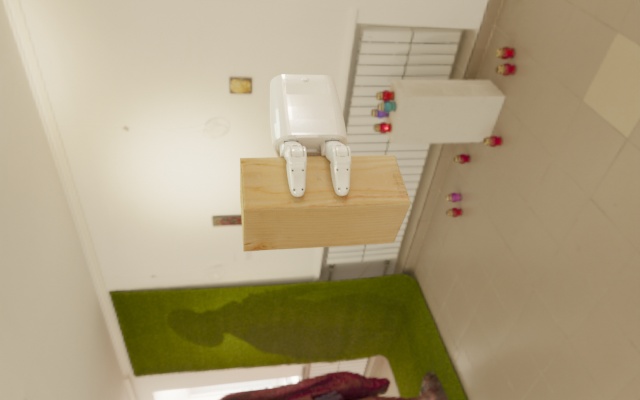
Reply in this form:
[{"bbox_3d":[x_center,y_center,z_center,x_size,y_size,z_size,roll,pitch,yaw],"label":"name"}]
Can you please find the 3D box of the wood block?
[{"bbox_3d":[0.000,0.002,0.631,0.206,0.090,0.091,-2,-38,-11],"label":"wood block"}]
